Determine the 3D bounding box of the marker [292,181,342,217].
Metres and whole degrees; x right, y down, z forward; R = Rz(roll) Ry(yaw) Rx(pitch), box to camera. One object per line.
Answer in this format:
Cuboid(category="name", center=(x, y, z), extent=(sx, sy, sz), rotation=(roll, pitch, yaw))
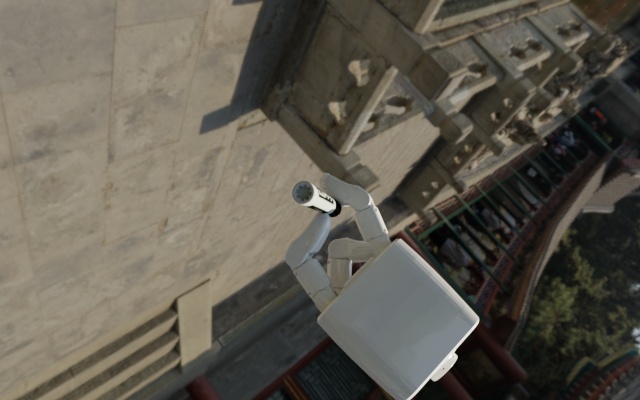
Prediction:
Cuboid(category="marker", center=(0.000, 0.001, 0.433), extent=(0.020, 0.020, 0.121), rotation=(0, -7, 13))
